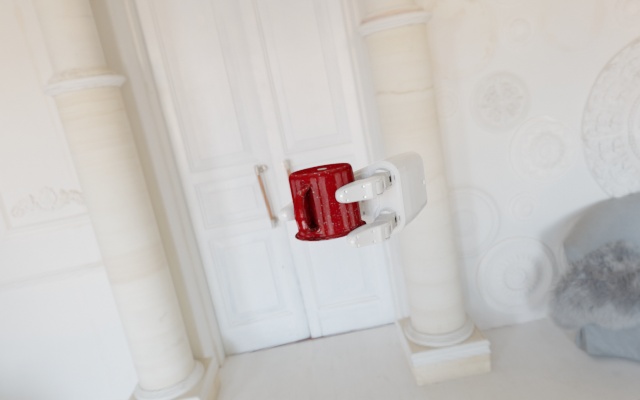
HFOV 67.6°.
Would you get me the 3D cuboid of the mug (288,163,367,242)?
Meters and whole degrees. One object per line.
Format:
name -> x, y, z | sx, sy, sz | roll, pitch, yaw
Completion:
mug -> -0.001, 0.002, 0.589 | 0.093, 0.081, 0.117 | -4, 12, 31
